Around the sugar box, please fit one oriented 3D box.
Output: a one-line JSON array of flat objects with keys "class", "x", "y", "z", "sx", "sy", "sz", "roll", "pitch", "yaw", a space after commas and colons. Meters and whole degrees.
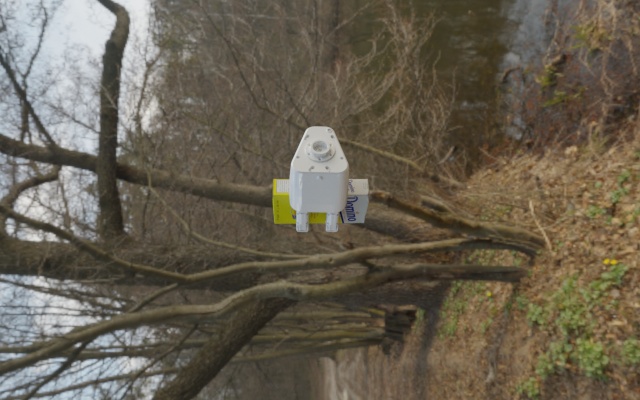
[{"class": "sugar box", "x": 0.000, "y": 0.003, "z": 0.899, "sx": 0.176, "sy": 0.048, "sz": 0.093, "roll": 1, "pitch": -37, "yaw": -1}]
